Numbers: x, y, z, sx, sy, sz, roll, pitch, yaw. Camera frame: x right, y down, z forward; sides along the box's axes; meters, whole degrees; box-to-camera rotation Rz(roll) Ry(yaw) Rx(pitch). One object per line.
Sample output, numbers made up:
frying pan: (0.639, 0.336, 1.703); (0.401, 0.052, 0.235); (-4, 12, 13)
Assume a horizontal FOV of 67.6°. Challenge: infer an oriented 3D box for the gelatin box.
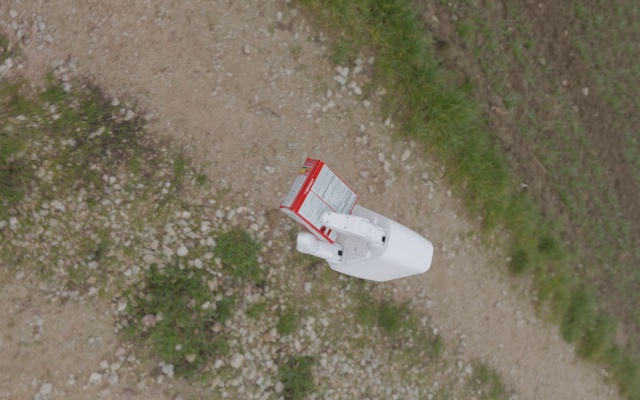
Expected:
gelatin box: (0.000, 0.002, 0.594); (0.030, 0.073, 0.089); (12, -22, 46)
